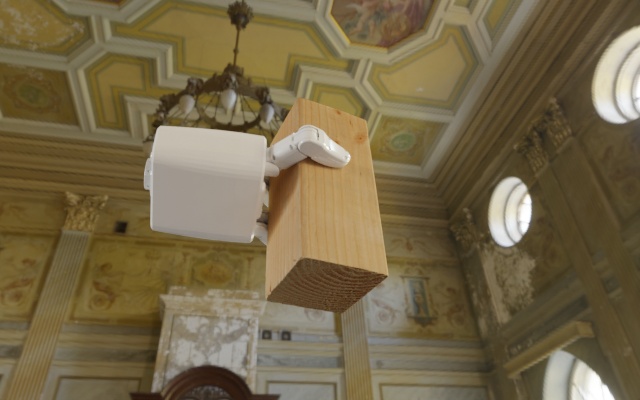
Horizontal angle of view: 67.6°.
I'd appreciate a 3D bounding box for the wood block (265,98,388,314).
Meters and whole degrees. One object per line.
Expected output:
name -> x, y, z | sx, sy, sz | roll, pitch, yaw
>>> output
wood block -> 0.000, 0.001, 0.508 | 0.090, 0.206, 0.091 | 15, -41, -22
